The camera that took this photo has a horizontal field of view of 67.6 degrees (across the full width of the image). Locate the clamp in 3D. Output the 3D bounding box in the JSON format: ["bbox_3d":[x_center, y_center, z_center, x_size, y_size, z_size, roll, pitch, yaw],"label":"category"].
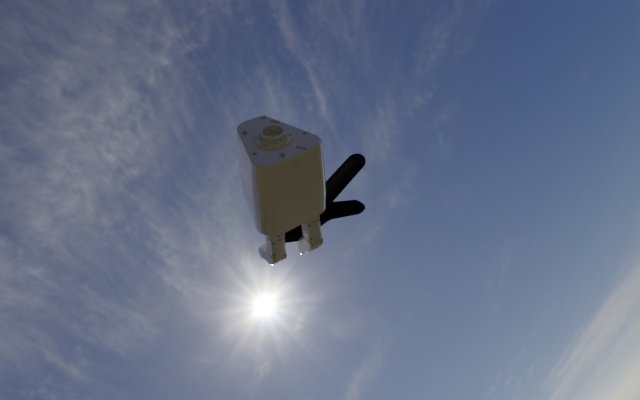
[{"bbox_3d":[0.000,0.002,0.678,0.171,0.120,0.039,-27,47,-27],"label":"clamp"}]
